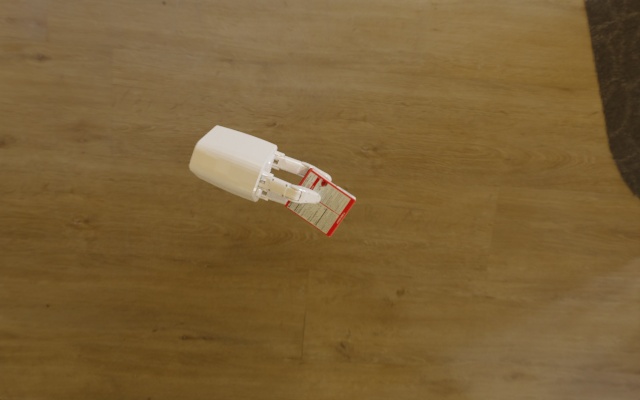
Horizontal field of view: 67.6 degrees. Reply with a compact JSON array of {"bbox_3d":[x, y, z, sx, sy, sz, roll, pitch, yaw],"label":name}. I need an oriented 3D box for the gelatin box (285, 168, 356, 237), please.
[{"bbox_3d":[0.000,0.003,0.756,0.089,0.073,0.030,35,10,0],"label":"gelatin box"}]
